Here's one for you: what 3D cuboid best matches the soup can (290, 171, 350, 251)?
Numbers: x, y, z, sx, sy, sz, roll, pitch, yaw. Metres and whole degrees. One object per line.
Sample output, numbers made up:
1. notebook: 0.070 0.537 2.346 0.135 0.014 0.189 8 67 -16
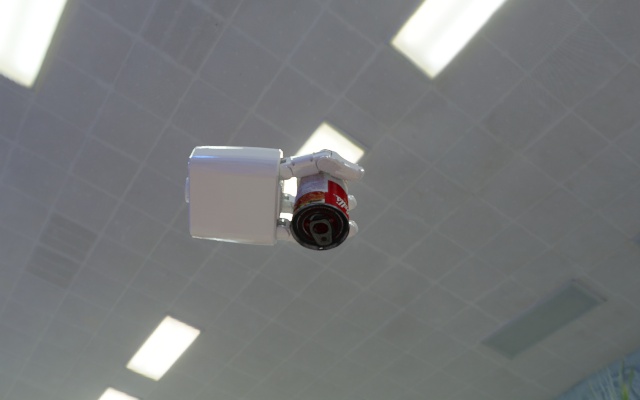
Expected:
1. soup can: 0.001 0.002 0.576 0.068 0.069 0.102 0 36 1
